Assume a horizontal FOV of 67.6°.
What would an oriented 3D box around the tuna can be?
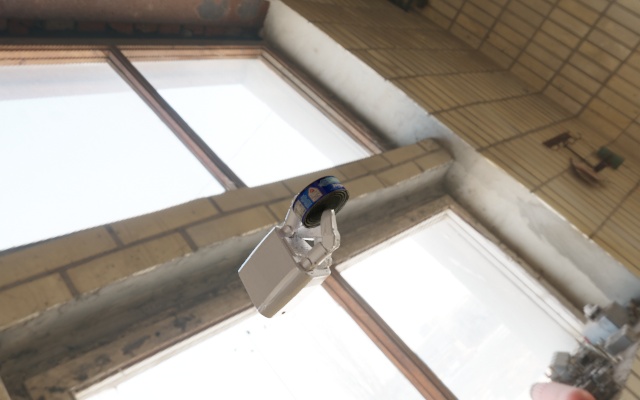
[{"bbox_3d":[0.000,0.002,0.727,0.086,0.033,0.086,-32,-23,-15],"label":"tuna can"}]
